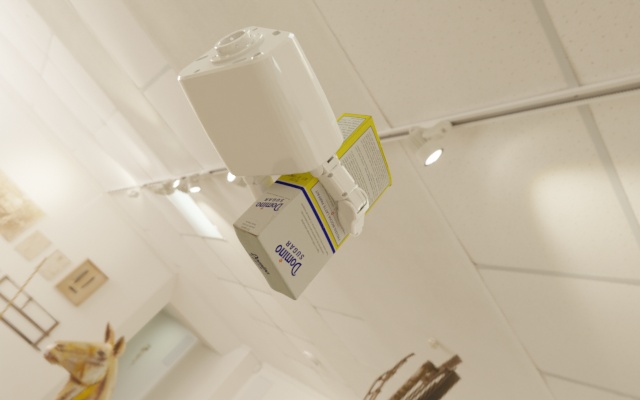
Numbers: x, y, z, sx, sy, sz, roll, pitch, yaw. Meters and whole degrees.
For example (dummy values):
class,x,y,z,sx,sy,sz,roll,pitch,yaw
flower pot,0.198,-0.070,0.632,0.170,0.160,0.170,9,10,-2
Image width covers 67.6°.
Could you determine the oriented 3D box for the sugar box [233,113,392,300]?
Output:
class,x,y,z,sx,sy,sz,roll,pitch,yaw
sugar box,0.000,0.001,0.476,0.048,0.093,0.176,18,54,43
